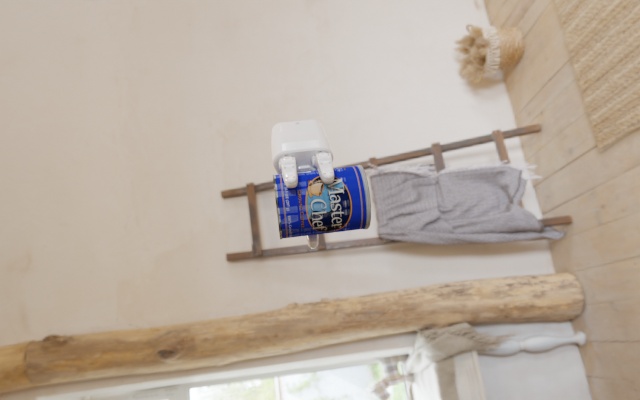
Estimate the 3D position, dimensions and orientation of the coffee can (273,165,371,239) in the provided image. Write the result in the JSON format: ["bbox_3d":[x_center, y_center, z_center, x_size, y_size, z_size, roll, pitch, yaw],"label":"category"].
[{"bbox_3d":[0.000,0.003,0.752,0.140,0.103,0.103,-6,1,-5],"label":"coffee can"}]
